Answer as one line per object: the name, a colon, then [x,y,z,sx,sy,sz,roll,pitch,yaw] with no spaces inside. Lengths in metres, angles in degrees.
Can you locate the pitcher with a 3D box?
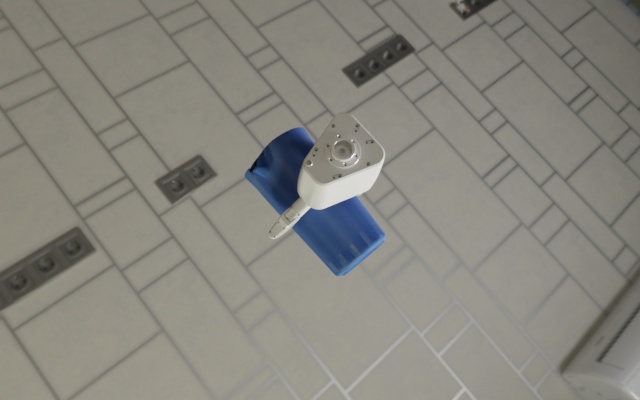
pitcher: [0.000,0.003,0.816,0.149,0.243,0.145,-37,-10,-16]
